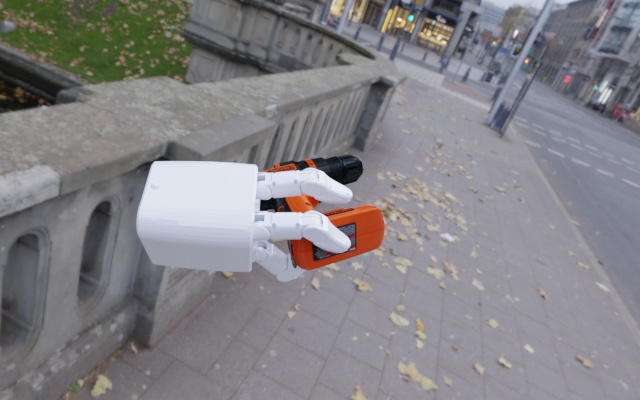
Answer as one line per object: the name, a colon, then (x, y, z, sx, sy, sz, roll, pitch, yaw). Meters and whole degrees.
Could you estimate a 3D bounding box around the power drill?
power drill: (0.000, 0.002, 0.579, 0.184, 0.057, 0.187, -16, 28, -18)
